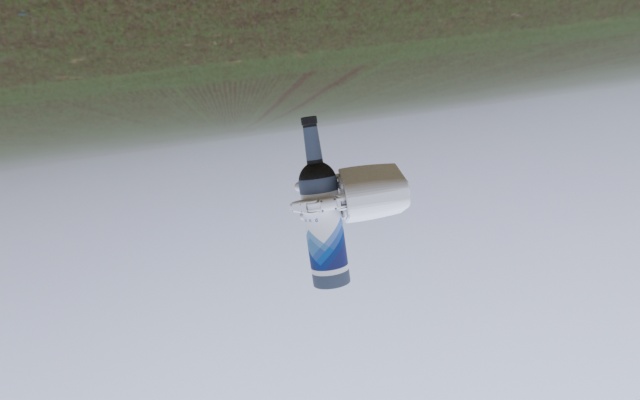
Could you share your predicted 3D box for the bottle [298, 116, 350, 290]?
[{"bbox_3d":[0.000,0.003,0.828,0.069,0.296,0.069,-8,8,1],"label":"bottle"}]
